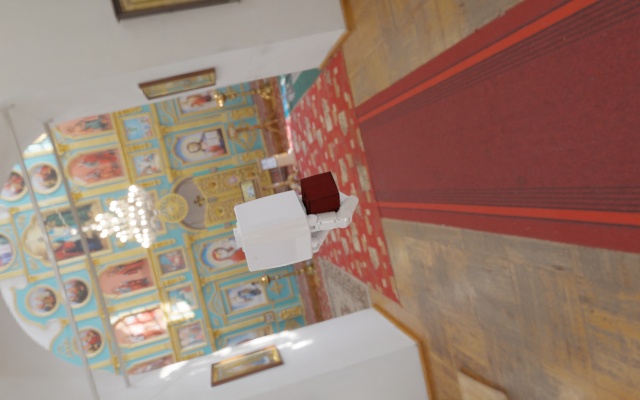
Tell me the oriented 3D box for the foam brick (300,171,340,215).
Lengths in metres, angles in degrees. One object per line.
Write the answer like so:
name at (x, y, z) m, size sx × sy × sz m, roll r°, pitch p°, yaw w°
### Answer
foam brick at (0.000, 0.002, 0.769) m, size 0.051 × 0.053 × 0.078 m, roll -13°, pitch -42°, yaw -9°
